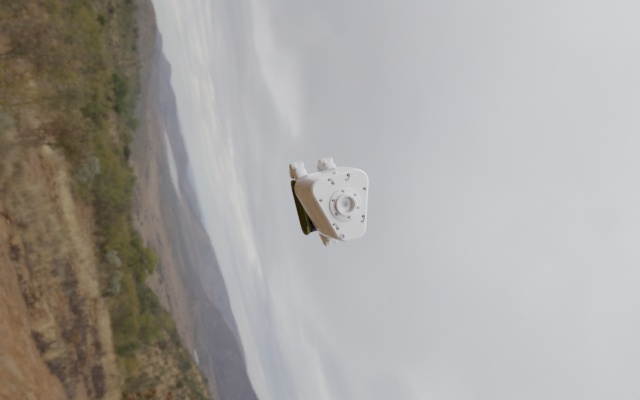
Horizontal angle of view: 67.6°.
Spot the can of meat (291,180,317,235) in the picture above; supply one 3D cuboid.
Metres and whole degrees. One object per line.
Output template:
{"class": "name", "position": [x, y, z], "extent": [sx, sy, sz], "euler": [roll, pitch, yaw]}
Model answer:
{"class": "can of meat", "position": [0.000, 0.003, 0.865], "extent": [0.084, 0.102, 0.057], "euler": [-15, 4, -13]}
